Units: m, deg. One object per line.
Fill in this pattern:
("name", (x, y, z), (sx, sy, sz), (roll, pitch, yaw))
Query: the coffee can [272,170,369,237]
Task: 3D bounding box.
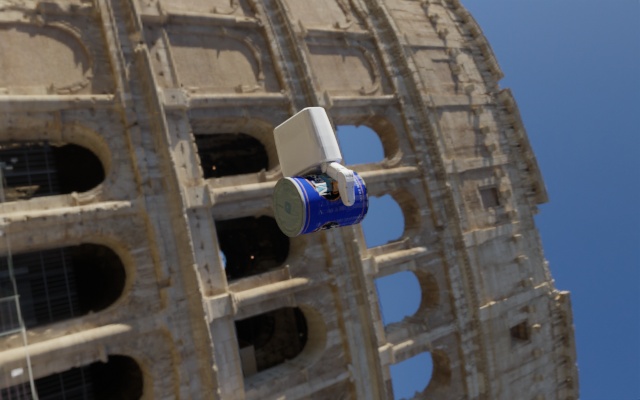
("coffee can", (0.000, 0.003, 0.851), (0.140, 0.103, 0.103), (-9, 5, -33))
